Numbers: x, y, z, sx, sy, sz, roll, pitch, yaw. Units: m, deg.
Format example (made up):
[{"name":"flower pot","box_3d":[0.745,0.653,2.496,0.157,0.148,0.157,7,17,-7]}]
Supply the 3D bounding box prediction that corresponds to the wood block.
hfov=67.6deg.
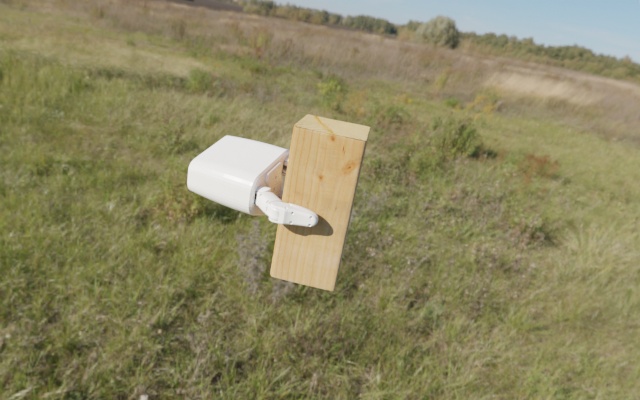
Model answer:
[{"name":"wood block","box_3d":[0.000,0.002,0.634,0.090,0.206,0.090,13,21,6]}]
